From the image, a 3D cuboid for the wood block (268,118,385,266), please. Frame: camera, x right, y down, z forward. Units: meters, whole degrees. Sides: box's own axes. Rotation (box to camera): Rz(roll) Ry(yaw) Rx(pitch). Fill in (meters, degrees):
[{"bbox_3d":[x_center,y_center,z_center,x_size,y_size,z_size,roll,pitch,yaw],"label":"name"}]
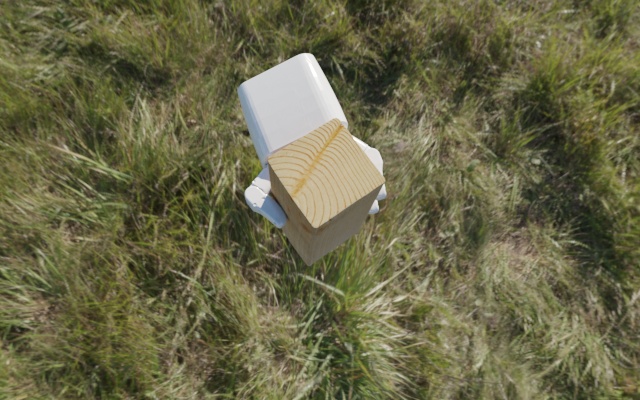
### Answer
[{"bbox_3d":[0.000,0.002,0.576,0.091,0.090,0.206,-33,-13,-12],"label":"wood block"}]
